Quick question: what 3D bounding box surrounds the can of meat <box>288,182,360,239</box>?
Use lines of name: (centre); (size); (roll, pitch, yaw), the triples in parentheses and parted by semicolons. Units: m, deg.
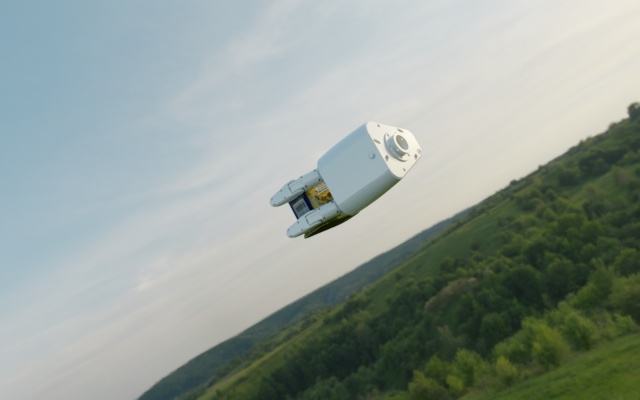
can of meat: (0.000, 0.002, 0.752); (0.102, 0.084, 0.057); (-19, -13, -43)
